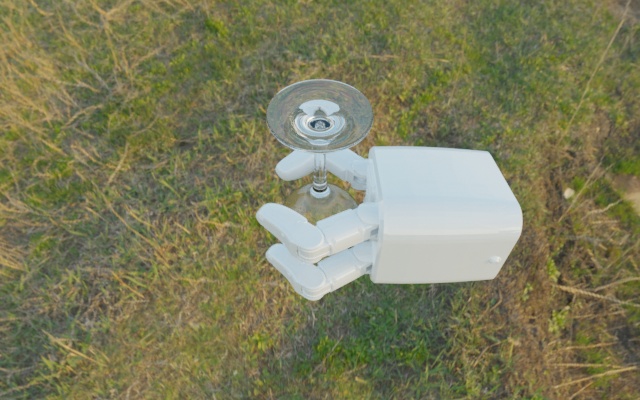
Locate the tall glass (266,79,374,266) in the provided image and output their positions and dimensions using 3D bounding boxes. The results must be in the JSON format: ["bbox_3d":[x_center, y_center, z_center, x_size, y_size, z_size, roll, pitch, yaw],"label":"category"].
[{"bbox_3d":[0.000,0.001,0.406,0.079,0.079,0.201,0,-38,0],"label":"tall glass"}]
